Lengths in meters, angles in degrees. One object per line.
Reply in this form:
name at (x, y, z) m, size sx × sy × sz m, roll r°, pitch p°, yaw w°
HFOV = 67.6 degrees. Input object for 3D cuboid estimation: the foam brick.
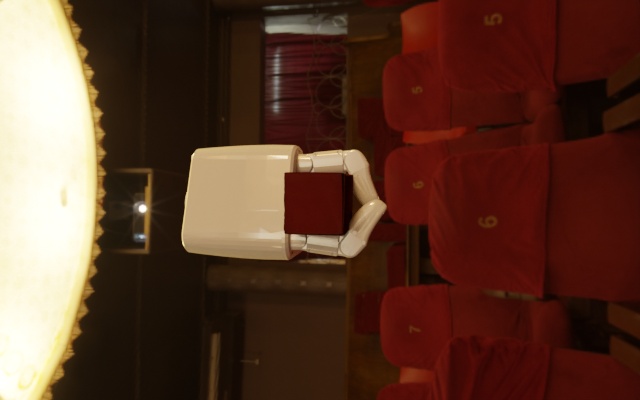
foam brick at (0.000, 0.001, 0.426) m, size 0.051 × 0.053 × 0.078 m, roll 2°, pitch 2°, yaw 9°
